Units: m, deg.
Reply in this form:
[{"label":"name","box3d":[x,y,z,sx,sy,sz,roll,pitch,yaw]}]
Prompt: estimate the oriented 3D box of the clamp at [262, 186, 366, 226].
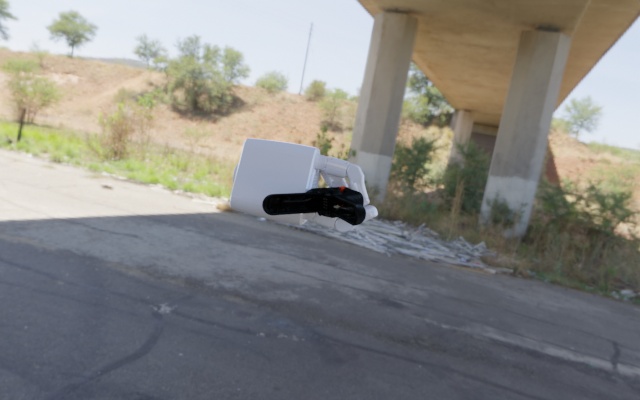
[{"label":"clamp","box3d":[0.000,0.001,0.605,0.120,0.039,0.171,11,6,6]}]
